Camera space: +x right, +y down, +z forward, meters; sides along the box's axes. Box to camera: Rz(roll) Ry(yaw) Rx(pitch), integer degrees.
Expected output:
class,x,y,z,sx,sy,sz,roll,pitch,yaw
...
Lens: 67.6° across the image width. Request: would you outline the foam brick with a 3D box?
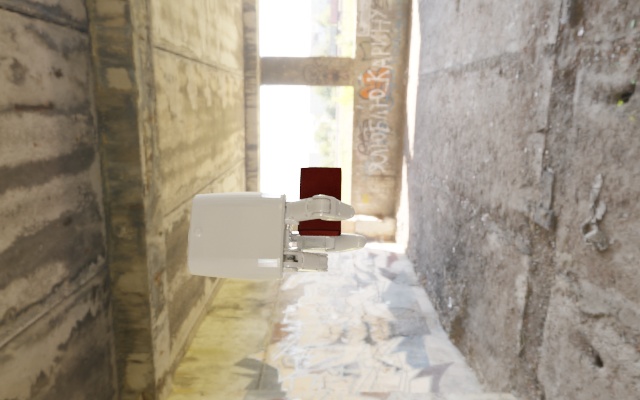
class,x,y,z,sx,sy,sz,roll,pitch,yaw
foam brick,0.000,0.002,0.574,0.051,0.078,0.053,1,-11,3
